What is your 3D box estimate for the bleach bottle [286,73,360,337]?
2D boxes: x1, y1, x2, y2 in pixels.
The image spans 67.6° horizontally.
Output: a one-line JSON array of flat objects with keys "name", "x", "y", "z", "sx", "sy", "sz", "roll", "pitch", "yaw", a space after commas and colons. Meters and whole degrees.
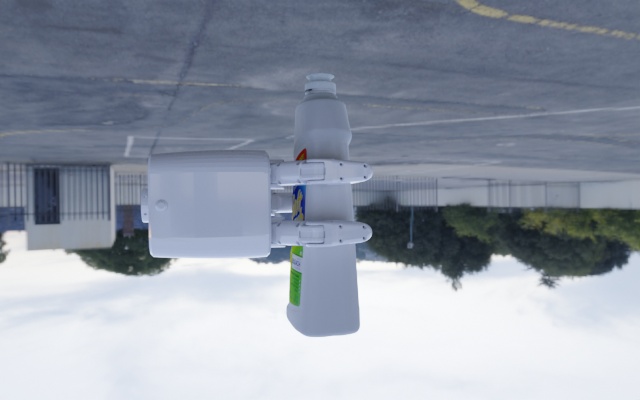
[{"name": "bleach bottle", "x": 0.000, "y": 0.002, "z": 0.485, "sx": 0.068, "sy": 0.251, "sz": 0.102, "roll": -1, "pitch": 0, "yaw": -13}]
